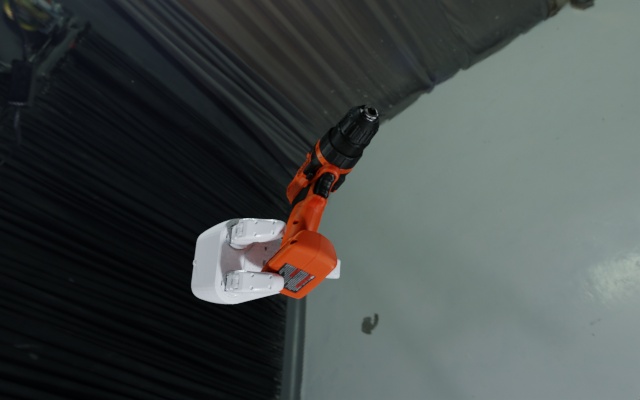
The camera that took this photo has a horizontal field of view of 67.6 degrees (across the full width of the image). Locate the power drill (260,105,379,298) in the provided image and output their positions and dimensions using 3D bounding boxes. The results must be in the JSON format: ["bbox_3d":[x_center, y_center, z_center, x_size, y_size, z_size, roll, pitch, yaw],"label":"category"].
[{"bbox_3d":[0.000,0.002,0.534,0.057,0.187,0.184,27,-42,-11],"label":"power drill"}]
